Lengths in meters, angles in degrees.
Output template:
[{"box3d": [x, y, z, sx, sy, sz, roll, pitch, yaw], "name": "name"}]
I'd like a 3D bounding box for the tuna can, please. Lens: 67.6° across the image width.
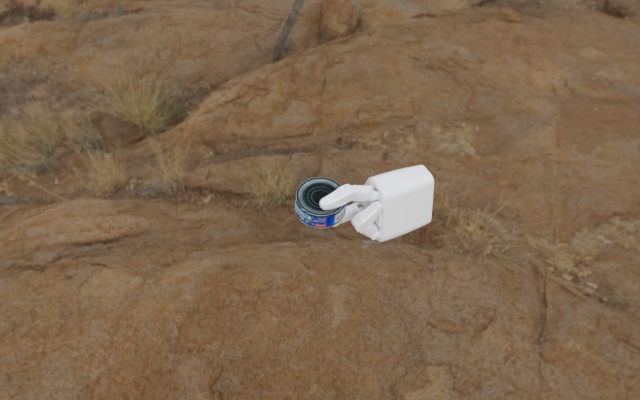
[{"box3d": [0.000, 0.002, 0.790, 0.086, 0.086, 0.034, 0, -39, -3], "name": "tuna can"}]
